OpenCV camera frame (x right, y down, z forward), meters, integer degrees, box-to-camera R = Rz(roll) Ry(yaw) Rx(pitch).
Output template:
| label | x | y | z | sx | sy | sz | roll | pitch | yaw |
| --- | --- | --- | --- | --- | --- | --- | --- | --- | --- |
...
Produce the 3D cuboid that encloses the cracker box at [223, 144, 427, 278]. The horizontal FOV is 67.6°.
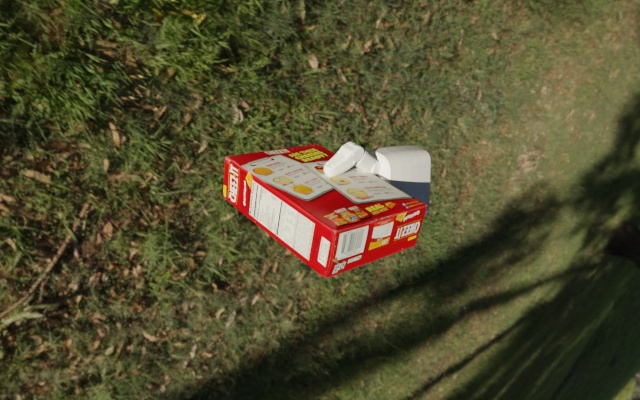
| label | x | y | z | sx | sy | sz | roll | pitch | yaw |
| --- | --- | --- | --- | --- | --- | --- | --- | --- | --- |
| cracker box | 0.000 | 0.002 | 0.617 | 0.164 | 0.072 | 0.213 | -13 | 34 | -41 |
